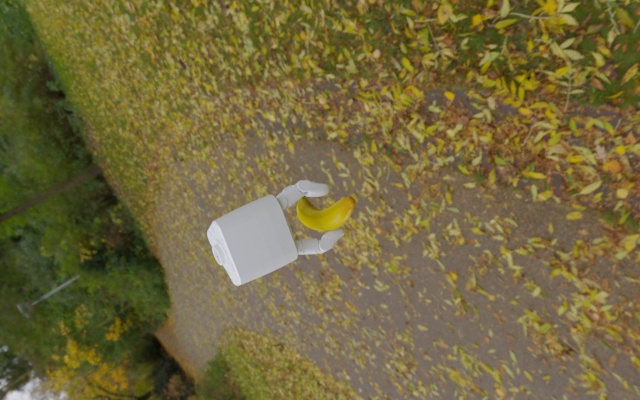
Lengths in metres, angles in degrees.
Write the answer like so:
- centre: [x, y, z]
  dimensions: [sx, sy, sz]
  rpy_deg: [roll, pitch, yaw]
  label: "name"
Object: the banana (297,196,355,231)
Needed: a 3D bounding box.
- centre: [0.002, 0.020, 0.827]
  dimensions: [0.037, 0.069, 0.198]
  rpy_deg: [-16, 14, -27]
  label: "banana"
